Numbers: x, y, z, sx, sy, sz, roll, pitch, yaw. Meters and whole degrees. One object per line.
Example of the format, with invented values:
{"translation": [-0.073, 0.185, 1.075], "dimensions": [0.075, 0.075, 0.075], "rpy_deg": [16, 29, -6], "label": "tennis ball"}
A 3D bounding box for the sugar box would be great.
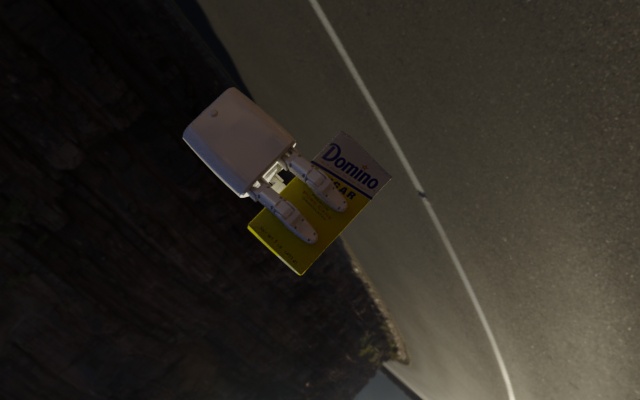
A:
{"translation": [0.000, 0.002, 0.616], "dimensions": [0.093, 0.176, 0.048], "rpy_deg": [43, -11, -1], "label": "sugar box"}
